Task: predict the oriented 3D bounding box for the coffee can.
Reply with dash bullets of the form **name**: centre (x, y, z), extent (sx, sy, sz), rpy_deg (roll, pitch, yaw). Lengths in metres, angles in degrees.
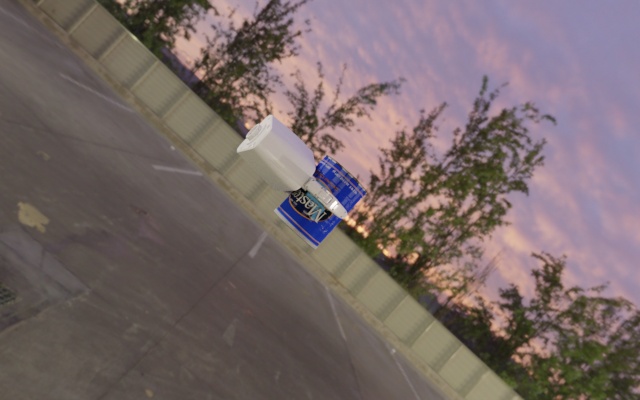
- **coffee can**: centre (0.000, 0.003, 0.867), extent (0.103, 0.140, 0.103), rpy_deg (43, -2, 2)
